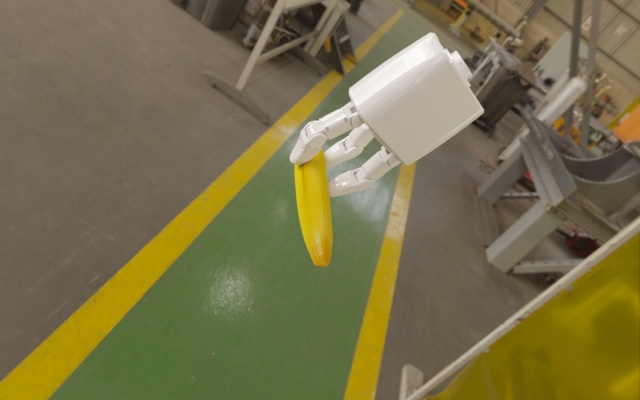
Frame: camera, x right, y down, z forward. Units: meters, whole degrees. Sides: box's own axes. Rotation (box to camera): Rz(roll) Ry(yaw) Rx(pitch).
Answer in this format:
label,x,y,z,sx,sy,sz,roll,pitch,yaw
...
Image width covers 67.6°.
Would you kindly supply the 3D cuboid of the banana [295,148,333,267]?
label,x,y,z,sx,sy,sz,roll,pitch,yaw
banana,-0.006,-0.013,0.569,0.037,0.070,0.197,-16,40,11
